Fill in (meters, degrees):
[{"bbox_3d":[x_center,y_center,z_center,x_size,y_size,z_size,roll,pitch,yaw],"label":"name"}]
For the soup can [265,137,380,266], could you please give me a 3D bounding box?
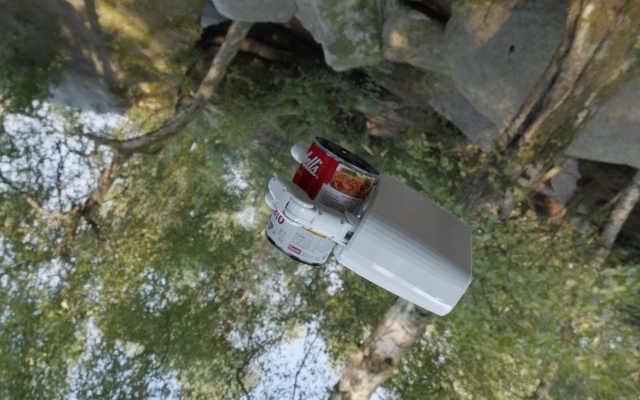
[{"bbox_3d":[-0.001,0.001,0.446,0.068,0.102,0.068,28,15,-8],"label":"soup can"}]
